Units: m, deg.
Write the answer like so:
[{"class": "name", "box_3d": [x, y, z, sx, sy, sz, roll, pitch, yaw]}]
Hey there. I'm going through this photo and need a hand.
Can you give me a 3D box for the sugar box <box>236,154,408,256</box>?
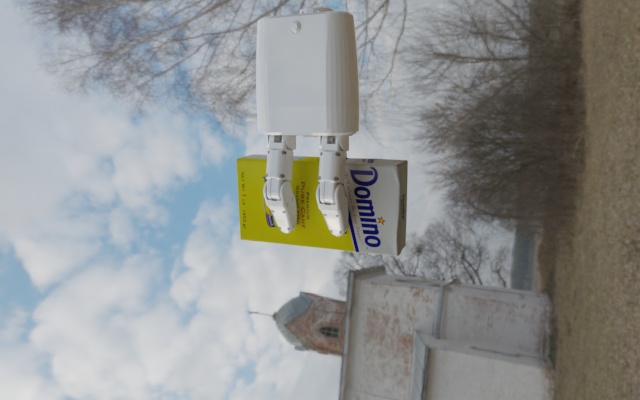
[{"class": "sugar box", "box_3d": [0.000, 0.002, 0.500, 0.176, 0.093, 0.048, 4, 14, 22]}]
